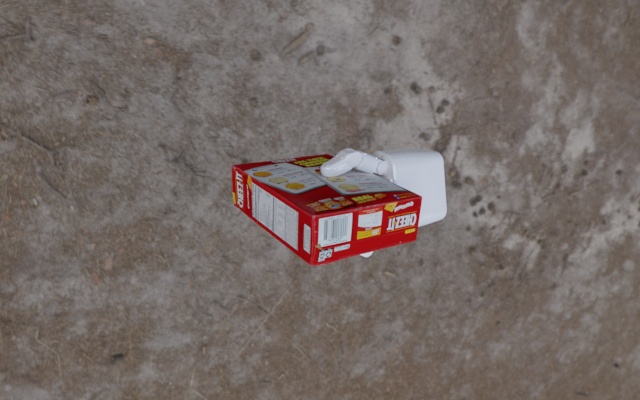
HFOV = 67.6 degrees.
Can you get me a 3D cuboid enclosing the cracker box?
[{"bbox_3d":[0.000,0.002,0.637,0.164,0.072,0.213,-10,24,-32],"label":"cracker box"}]
